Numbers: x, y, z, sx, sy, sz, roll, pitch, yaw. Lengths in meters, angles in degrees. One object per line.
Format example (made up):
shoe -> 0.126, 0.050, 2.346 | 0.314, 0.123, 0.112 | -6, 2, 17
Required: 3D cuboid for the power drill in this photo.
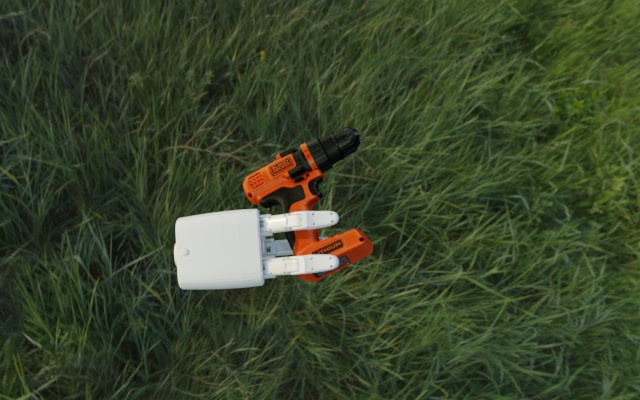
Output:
power drill -> 0.000, 0.003, 0.659 | 0.184, 0.187, 0.057 | -28, -29, 6
